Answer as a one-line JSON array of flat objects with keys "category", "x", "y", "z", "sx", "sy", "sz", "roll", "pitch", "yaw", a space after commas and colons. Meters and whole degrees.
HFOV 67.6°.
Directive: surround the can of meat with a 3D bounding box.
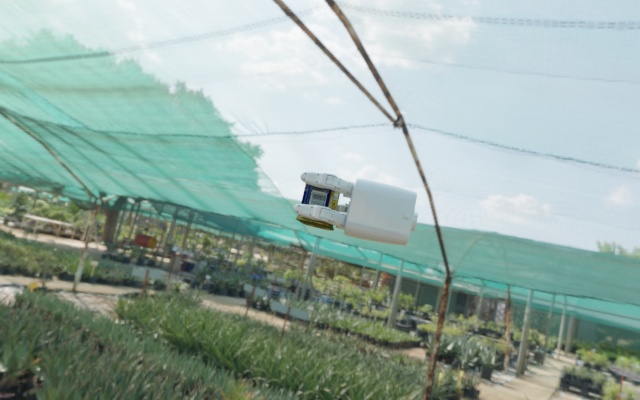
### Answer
[{"category": "can of meat", "x": 0.000, "y": 0.002, "z": 0.831, "sx": 0.057, "sy": 0.084, "sz": 0.102, "roll": 12, "pitch": -7, "yaw": 12}]
